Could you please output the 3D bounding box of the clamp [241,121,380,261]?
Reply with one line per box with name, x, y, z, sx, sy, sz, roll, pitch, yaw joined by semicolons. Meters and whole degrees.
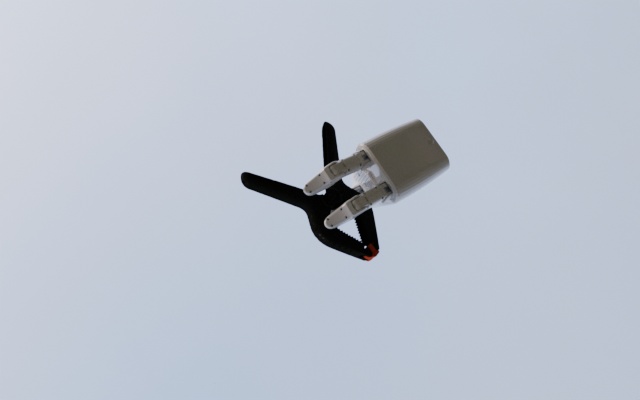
clamp;0.000;0.003;0.669;0.164;0.210;0.036;-28;-12;-21
